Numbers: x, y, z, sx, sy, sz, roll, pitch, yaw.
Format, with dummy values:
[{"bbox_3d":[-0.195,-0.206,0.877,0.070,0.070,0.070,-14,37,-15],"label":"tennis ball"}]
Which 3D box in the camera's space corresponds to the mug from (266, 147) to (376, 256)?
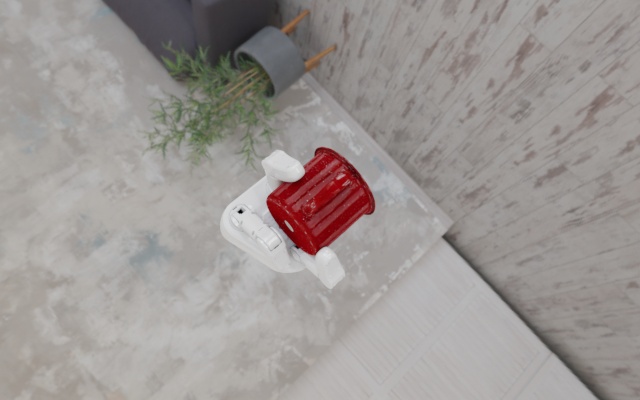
[{"bbox_3d":[0.000,0.002,0.494,0.081,0.093,0.117,-41,1,-18],"label":"mug"}]
